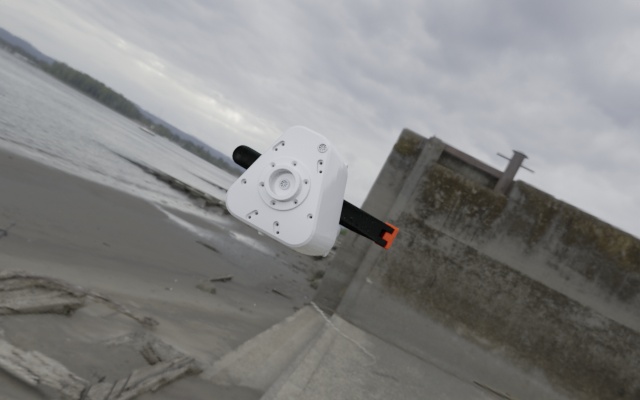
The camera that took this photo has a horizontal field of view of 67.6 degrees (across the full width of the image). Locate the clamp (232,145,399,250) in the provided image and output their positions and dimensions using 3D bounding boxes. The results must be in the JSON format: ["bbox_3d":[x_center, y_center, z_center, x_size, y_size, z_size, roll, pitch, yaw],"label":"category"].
[{"bbox_3d":[0.001,0.001,0.611,0.210,0.036,0.164,28,-4,13],"label":"clamp"}]
